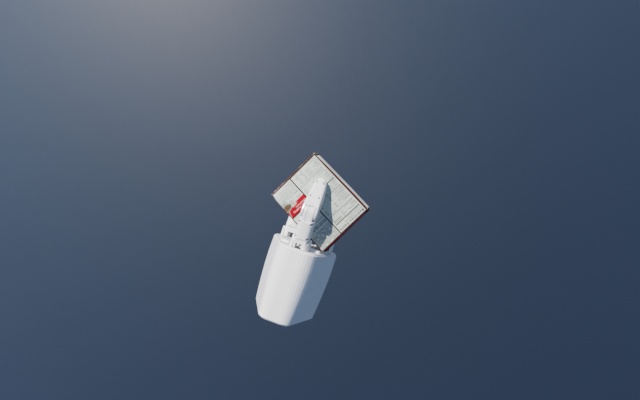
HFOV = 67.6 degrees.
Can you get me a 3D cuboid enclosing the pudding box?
[{"bbox_3d":[0.000,0.002,0.676,0.090,0.113,0.039,-43,-3,7],"label":"pudding box"}]
